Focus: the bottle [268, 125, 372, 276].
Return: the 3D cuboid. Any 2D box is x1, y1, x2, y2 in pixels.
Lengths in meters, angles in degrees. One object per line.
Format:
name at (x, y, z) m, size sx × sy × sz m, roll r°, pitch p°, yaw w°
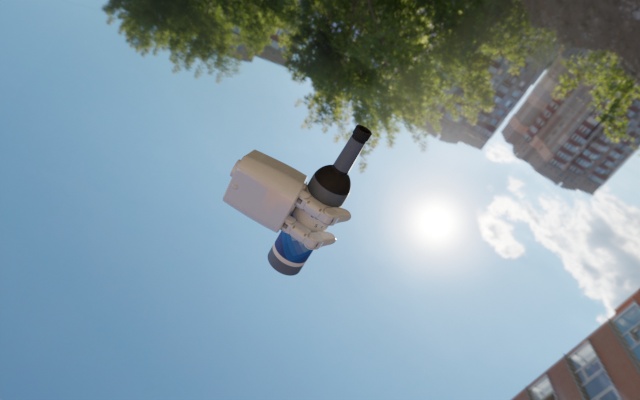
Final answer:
bottle at (0.000, 0.003, 0.791) m, size 0.069 × 0.296 × 0.069 m, roll 22°, pitch 31°, yaw -15°
